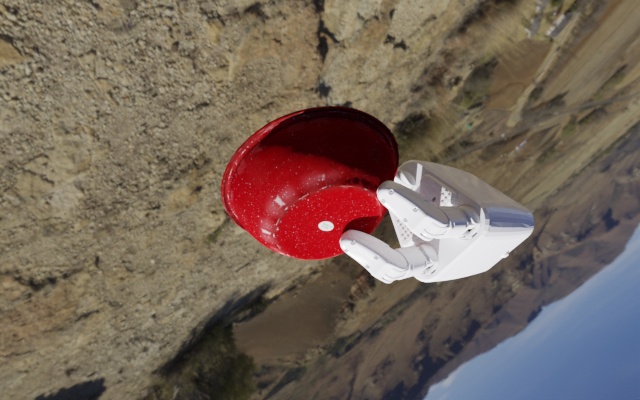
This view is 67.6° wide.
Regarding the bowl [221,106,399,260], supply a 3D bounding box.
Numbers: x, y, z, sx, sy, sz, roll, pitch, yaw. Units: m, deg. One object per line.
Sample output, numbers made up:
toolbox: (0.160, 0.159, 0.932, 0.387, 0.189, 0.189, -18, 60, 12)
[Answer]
bowl: (-0.001, 0.002, 0.406, 0.162, 0.055, 0.162, -11, -41, -10)
